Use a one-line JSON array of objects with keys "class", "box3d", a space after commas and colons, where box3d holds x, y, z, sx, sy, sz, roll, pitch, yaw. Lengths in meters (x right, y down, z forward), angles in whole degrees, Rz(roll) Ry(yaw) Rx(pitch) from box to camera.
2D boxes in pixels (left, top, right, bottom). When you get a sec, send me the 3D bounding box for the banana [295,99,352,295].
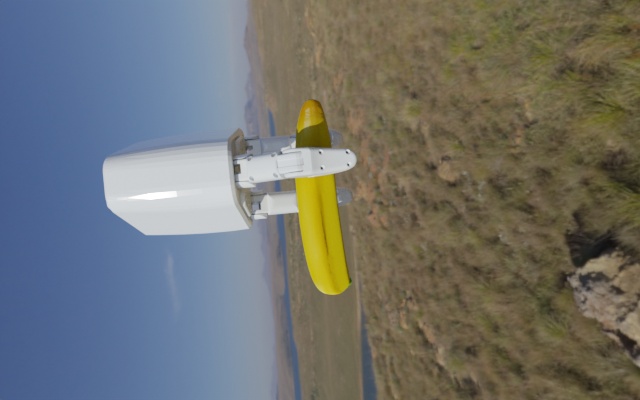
[{"class": "banana", "box3d": [0.000, 0.012, 0.433, 0.037, 0.198, 0.069, -7, 23, 4]}]
